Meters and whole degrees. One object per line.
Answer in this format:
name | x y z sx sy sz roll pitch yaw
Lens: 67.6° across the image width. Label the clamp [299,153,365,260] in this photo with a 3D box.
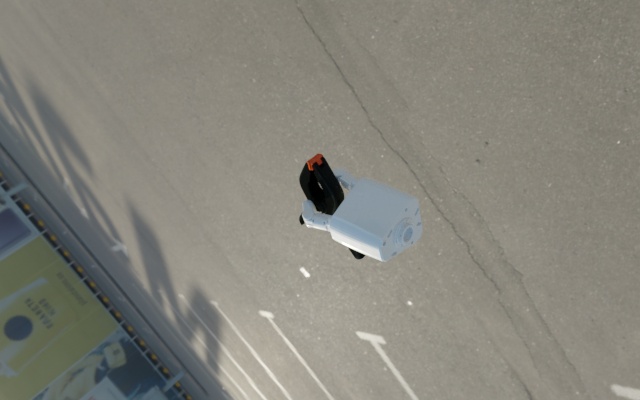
clamp | 0.000 0.003 0.859 0.164 0.210 0.036 23 53 41
